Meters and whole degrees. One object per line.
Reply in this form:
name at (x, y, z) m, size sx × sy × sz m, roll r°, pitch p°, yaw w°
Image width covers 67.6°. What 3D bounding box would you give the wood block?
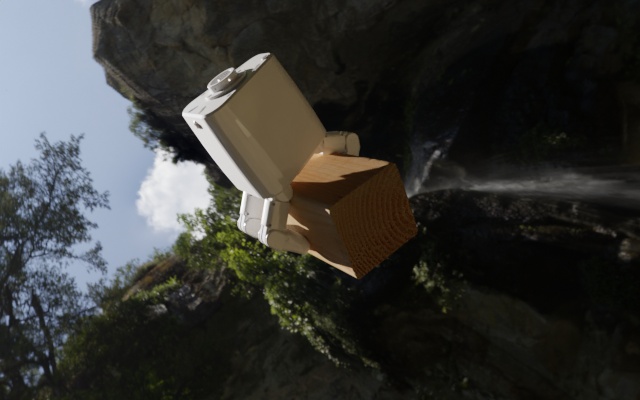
wood block at (0.000, 0.001, 0.554) m, size 0.091 × 0.090 × 0.206 m, roll -35°, pitch 28°, yaw -22°
